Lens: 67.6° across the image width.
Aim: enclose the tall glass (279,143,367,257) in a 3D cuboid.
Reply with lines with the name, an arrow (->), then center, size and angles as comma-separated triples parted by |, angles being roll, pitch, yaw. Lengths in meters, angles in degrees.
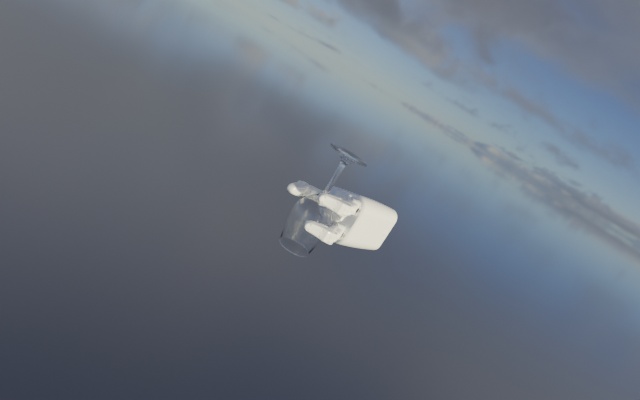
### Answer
tall glass -> 0.000, 0.002, 0.849 | 0.079, 0.201, 0.079 | 29, 15, -8
